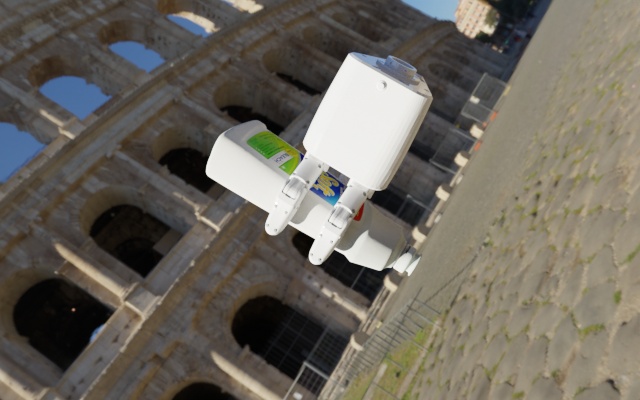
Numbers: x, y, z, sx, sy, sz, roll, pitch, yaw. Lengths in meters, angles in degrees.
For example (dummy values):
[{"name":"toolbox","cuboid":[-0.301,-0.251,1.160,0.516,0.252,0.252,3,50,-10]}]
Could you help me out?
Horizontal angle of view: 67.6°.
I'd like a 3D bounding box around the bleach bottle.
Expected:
[{"name":"bleach bottle","cuboid":[0.000,0.002,0.541,0.251,0.068,0.102,32,26,9]}]
